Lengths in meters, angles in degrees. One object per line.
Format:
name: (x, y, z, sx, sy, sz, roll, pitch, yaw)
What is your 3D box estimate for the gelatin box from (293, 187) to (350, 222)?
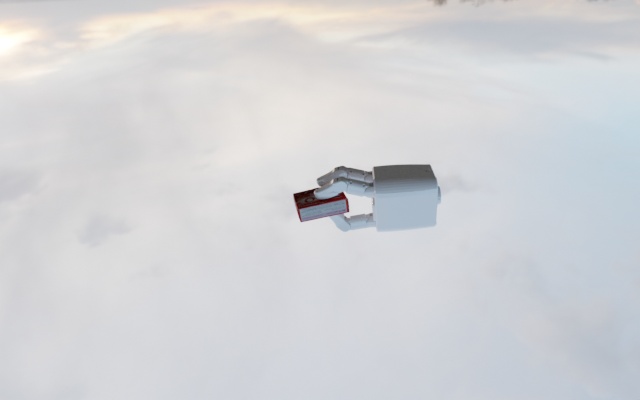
gelatin box: (0.000, 0.003, 0.839, 0.089, 0.030, 0.073, -13, 24, -5)
